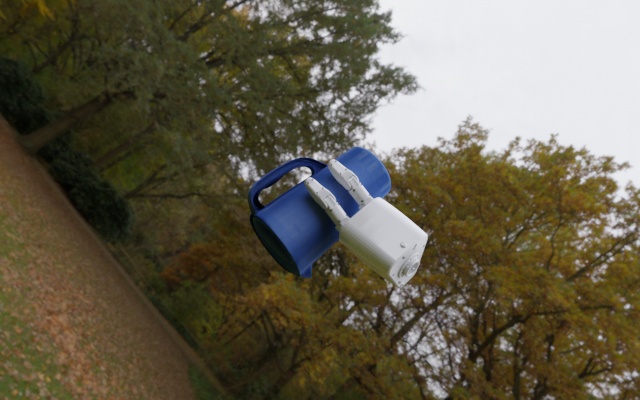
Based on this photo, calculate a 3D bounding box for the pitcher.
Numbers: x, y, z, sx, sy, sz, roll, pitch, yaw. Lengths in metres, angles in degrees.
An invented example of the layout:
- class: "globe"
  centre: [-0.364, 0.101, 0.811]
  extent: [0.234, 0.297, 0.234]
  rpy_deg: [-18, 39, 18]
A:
- class: "pitcher"
  centre: [0.000, 0.003, 0.839]
  extent: [0.242, 0.149, 0.145]
  rpy_deg: [-39, 56, -20]
